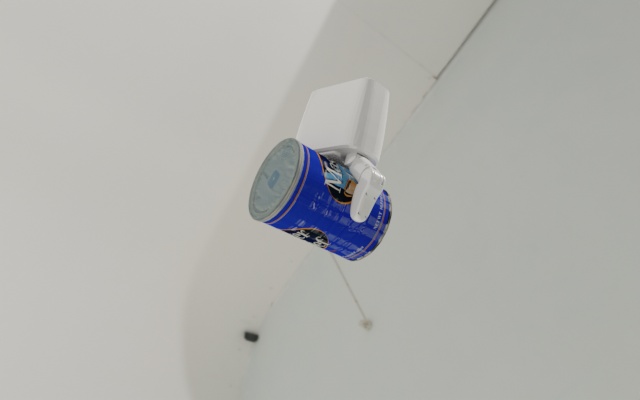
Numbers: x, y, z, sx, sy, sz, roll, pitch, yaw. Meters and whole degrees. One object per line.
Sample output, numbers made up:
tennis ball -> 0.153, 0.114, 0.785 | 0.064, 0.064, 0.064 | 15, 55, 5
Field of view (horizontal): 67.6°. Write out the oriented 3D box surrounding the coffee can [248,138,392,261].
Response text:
coffee can -> 0.000, 0.002, 0.573 | 0.140, 0.102, 0.103 | 27, -14, -29
